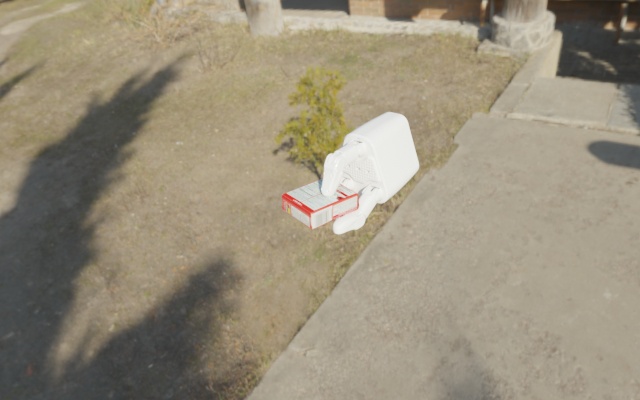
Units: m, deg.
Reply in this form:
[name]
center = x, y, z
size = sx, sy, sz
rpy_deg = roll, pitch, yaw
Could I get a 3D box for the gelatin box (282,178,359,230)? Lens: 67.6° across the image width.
[gelatin box]
center = 0.000, 0.002, 0.694
size = 0.089, 0.030, 0.073
rpy_deg = -22, 35, -31
